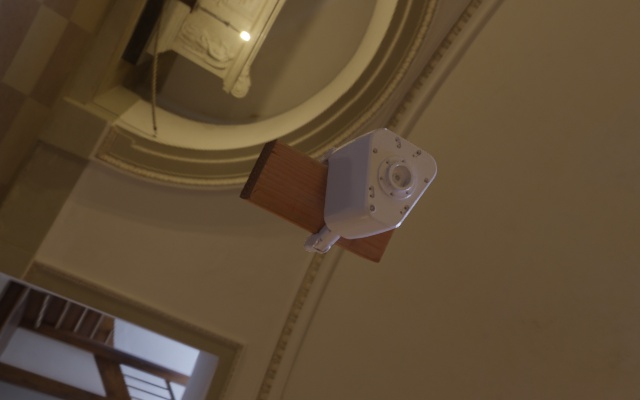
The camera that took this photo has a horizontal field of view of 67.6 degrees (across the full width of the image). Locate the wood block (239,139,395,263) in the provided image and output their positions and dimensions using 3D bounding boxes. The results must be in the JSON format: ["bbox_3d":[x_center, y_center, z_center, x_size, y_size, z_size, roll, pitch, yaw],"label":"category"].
[{"bbox_3d":[0.000,0.003,0.684,0.206,0.091,0.090,28,-5,-17],"label":"wood block"}]
